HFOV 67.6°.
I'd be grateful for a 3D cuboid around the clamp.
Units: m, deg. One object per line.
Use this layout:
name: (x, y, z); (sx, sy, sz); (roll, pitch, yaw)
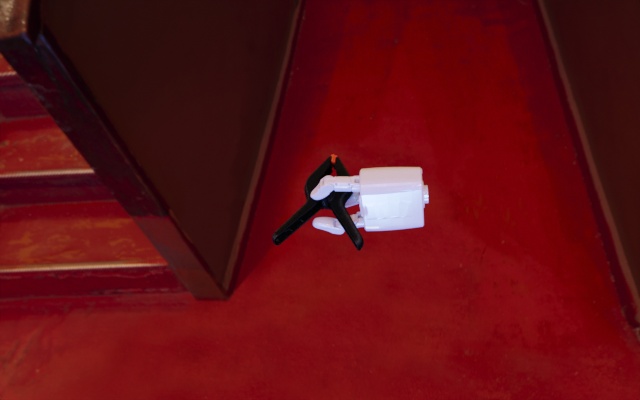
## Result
clamp: (0.000, 0.002, 0.883); (0.164, 0.209, 0.036); (-3, -37, 11)
